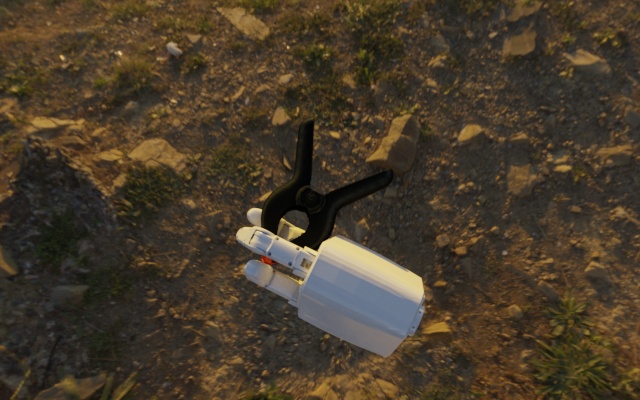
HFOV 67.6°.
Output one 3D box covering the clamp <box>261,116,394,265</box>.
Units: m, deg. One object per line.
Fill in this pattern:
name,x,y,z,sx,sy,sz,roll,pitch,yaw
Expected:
clamp,0.000,0.002,0.519,0.120,0.171,0.039,25,-12,9
